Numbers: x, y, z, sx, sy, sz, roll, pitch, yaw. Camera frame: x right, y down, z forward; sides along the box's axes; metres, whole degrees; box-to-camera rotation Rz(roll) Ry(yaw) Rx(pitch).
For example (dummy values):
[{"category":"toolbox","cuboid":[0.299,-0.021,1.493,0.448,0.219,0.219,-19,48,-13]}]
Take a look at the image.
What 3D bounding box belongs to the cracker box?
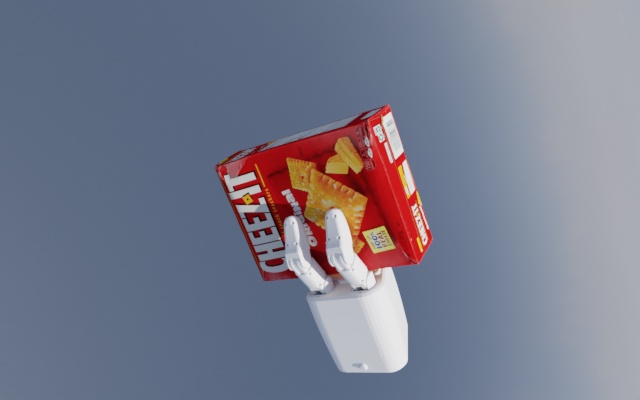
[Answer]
[{"category":"cracker box","cuboid":[0.000,0.002,0.555,0.214,0.164,0.072,-12,16,31]}]
